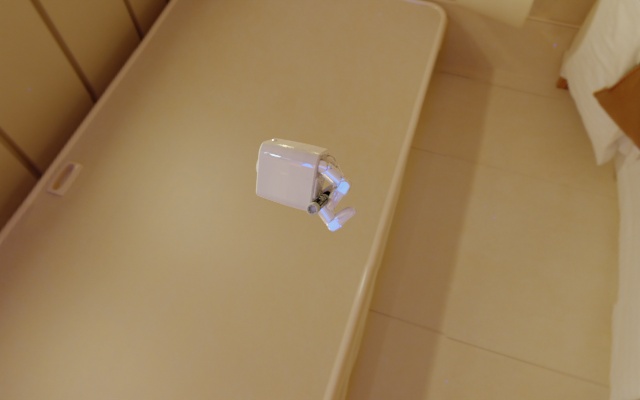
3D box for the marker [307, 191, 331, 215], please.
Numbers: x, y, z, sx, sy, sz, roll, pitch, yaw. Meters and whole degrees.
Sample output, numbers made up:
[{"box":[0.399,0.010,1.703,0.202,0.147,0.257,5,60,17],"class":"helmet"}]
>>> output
[{"box":[0.000,0.003,0.799,0.020,0.020,0.121,0,11,13],"class":"marker"}]
